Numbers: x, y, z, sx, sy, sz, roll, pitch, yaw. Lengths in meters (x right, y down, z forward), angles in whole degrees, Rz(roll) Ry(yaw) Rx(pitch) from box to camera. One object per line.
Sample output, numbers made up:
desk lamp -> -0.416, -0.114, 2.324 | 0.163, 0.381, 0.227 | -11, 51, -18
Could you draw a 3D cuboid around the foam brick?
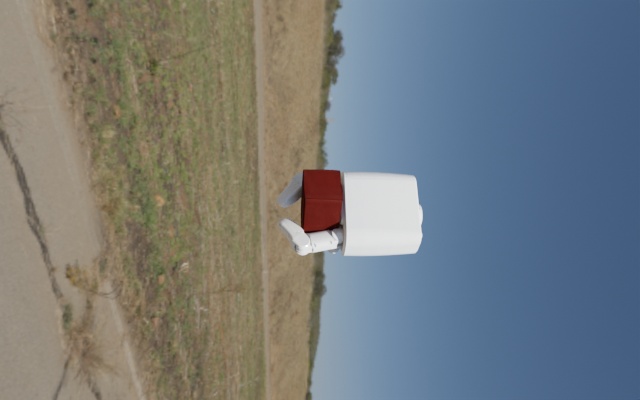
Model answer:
foam brick -> 0.000, 0.002, 0.643 | 0.051, 0.053, 0.078 | 1, -39, -4
